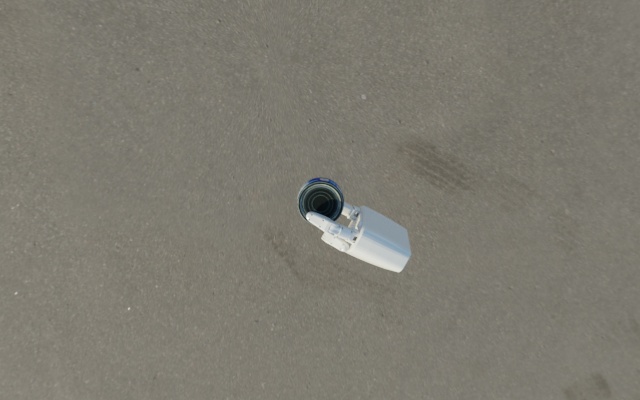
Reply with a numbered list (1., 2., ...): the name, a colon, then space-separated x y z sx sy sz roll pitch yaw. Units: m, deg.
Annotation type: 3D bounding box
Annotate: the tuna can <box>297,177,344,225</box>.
1. tuna can: 0.000 0.003 0.868 0.086 0.086 0.033 0 14 0
